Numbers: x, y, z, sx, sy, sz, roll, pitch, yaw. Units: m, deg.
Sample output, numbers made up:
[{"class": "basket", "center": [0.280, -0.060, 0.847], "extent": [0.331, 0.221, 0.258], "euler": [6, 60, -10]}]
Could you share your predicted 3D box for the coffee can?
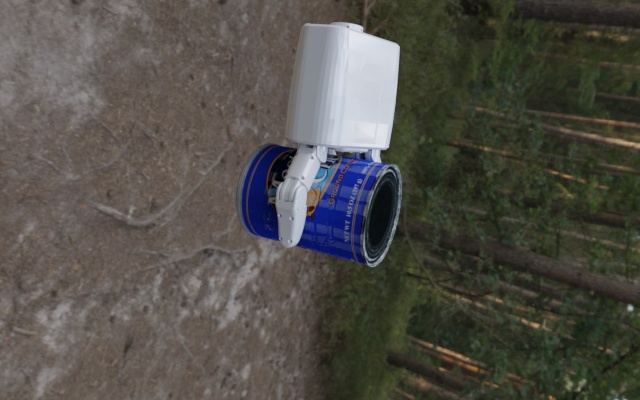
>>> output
[{"class": "coffee can", "center": [0.000, 0.002, 0.491], "extent": [0.140, 0.103, 0.103], "euler": [12, 5, 25]}]
